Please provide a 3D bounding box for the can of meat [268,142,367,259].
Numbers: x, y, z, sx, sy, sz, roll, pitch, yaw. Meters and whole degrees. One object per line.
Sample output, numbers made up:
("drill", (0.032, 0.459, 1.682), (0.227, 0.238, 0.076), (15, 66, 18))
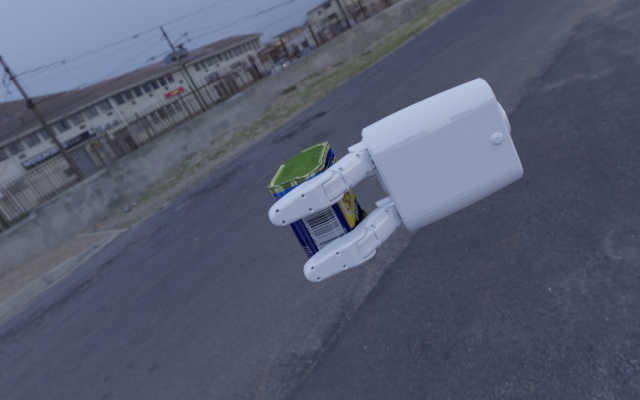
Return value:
("can of meat", (0.000, 0.001, 0.437), (0.057, 0.084, 0.102), (-24, 17, 13))
